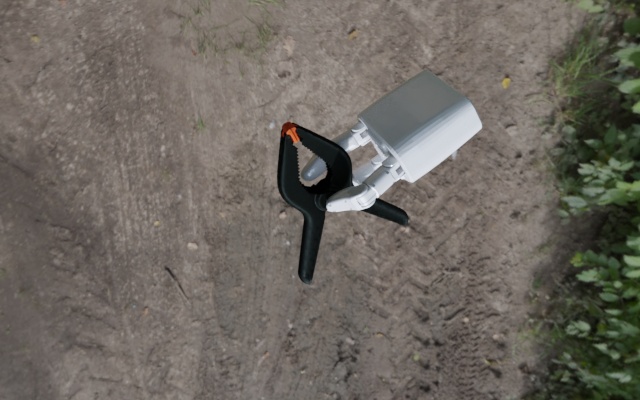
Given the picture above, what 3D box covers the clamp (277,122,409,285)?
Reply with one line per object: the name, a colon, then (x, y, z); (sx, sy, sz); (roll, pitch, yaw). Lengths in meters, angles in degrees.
clamp: (0.000, 0.002, 0.589); (0.164, 0.210, 0.036); (-37, 29, -1)
